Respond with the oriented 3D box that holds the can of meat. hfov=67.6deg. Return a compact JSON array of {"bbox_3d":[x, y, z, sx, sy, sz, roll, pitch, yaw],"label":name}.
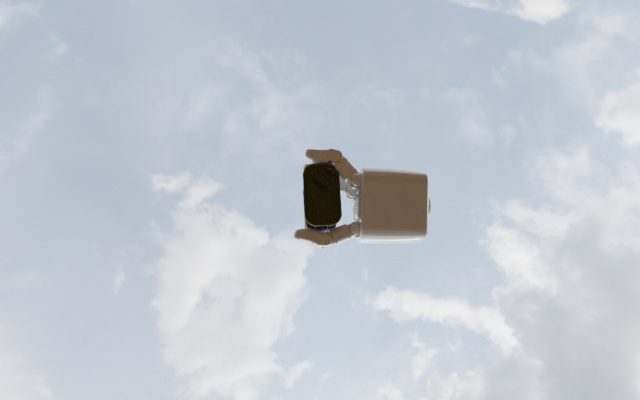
[{"bbox_3d":[0.000,0.003,0.768,0.057,0.102,0.084,-2,-18,-4],"label":"can of meat"}]
